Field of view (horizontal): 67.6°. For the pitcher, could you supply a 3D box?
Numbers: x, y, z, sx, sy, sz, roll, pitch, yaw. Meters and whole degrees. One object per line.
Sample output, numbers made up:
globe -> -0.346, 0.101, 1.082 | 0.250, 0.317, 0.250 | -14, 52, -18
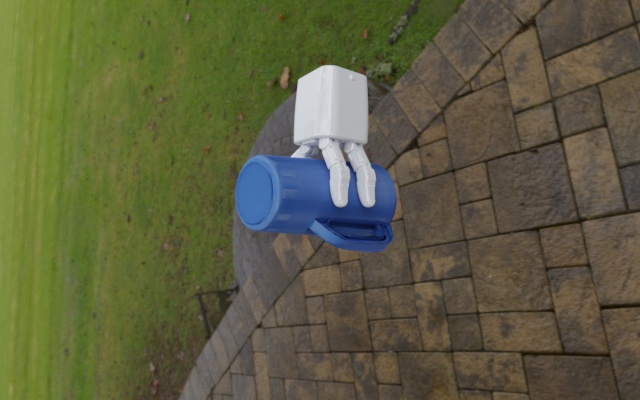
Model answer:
pitcher -> 0.000, 0.002, 0.739 | 0.243, 0.145, 0.149 | 3, -1, -42
